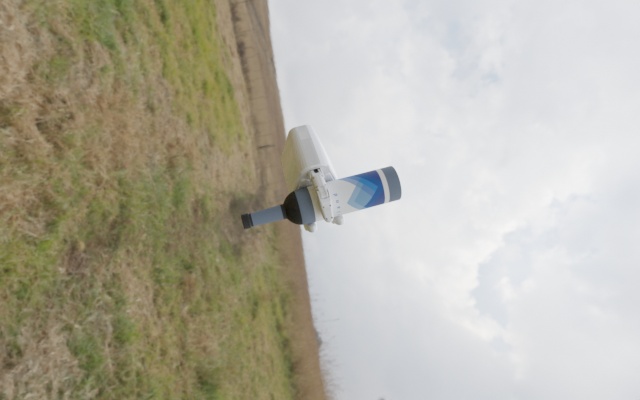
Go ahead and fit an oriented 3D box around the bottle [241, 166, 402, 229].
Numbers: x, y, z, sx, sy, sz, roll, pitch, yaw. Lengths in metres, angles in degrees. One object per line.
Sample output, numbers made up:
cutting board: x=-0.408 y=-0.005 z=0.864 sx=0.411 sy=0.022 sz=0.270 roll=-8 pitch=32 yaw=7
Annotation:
bottle: x=0.000 y=0.003 z=0.884 sx=0.295 sy=0.069 sz=0.069 roll=-14 pitch=2 yaw=-7
